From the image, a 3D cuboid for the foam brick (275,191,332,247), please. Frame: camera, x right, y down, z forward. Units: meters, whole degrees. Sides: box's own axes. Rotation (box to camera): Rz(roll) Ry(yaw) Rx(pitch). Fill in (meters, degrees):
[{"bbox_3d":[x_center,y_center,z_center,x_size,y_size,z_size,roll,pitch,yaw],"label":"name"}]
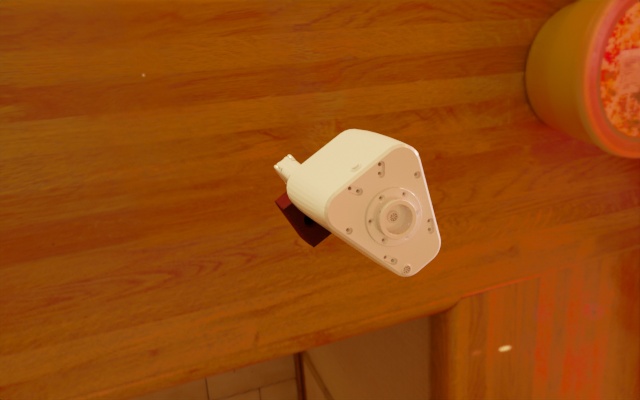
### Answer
[{"bbox_3d":[0.000,0.002,0.503,0.078,0.053,0.051,-39,19,-6],"label":"foam brick"}]
